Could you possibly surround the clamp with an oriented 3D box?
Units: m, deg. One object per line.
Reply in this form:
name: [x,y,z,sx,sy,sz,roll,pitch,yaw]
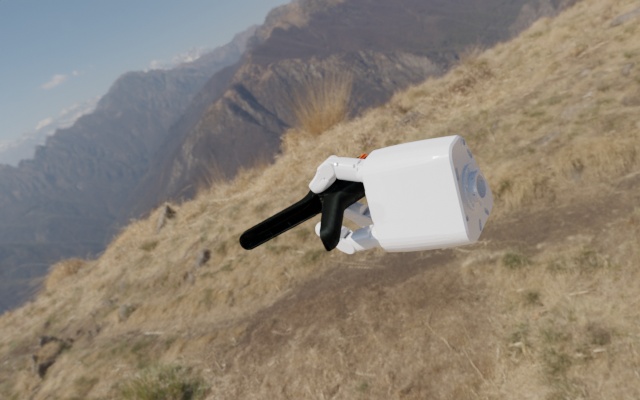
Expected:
clamp: [0.000,0.001,0.619,0.164,0.036,0.210,-8,26,39]
